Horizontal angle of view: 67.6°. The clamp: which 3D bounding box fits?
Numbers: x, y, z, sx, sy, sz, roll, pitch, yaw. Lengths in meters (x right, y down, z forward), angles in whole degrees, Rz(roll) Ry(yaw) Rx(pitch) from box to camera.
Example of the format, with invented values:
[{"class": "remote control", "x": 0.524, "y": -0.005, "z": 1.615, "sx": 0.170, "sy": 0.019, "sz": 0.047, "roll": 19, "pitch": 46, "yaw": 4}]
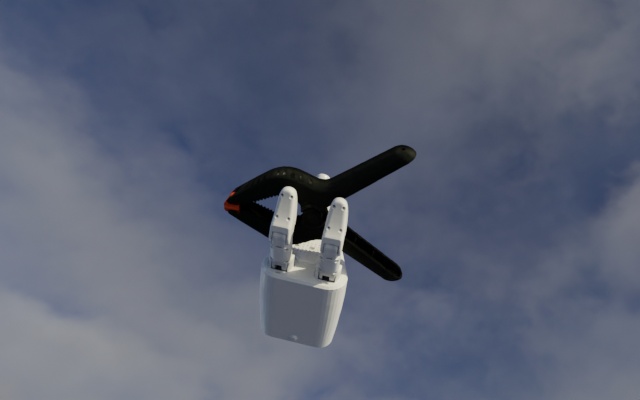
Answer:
[{"class": "clamp", "x": 0.000, "y": 0.001, "z": 0.518, "sx": 0.210, "sy": 0.165, "sz": 0.036, "roll": 12, "pitch": 31, "yaw": 6}]
